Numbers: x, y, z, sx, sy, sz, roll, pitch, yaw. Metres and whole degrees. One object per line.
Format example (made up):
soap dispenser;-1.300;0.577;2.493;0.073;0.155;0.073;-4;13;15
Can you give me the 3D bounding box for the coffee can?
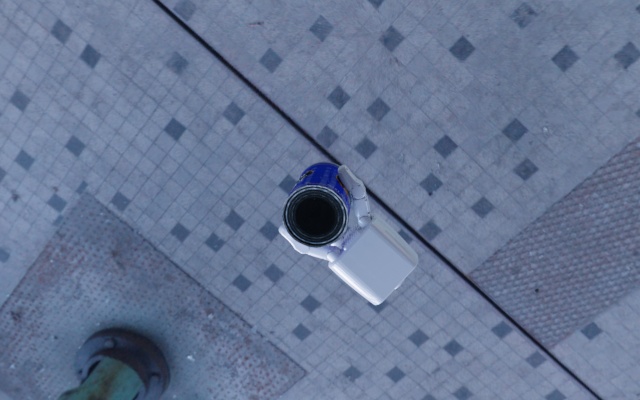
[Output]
coffee can;0.000;0.002;0.785;0.103;0.103;0.140;0;19;8
